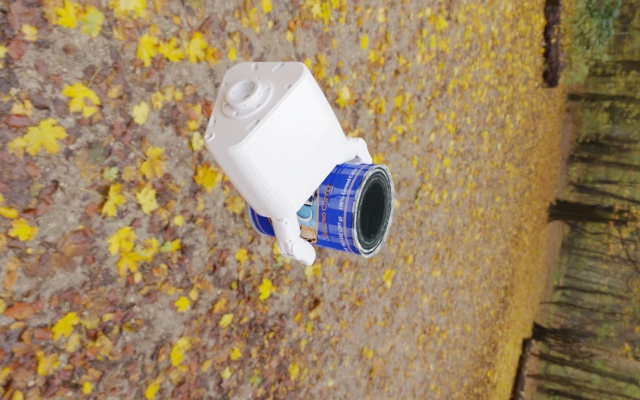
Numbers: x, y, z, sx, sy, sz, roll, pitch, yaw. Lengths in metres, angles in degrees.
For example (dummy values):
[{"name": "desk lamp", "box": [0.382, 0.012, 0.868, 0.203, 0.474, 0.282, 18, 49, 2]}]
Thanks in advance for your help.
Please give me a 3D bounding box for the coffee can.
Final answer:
[{"name": "coffee can", "box": [0.000, 0.002, 0.549, 0.140, 0.103, 0.103, 9, 5, 30]}]
